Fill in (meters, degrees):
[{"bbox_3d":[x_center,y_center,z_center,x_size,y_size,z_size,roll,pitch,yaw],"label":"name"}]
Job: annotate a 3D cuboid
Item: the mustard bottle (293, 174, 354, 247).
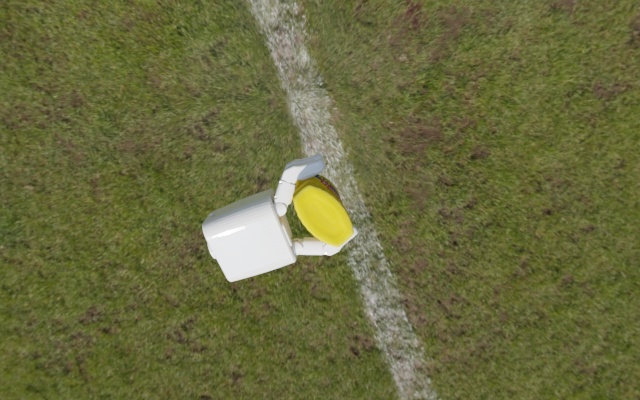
[{"bbox_3d":[0.000,0.002,0.722,0.058,0.096,0.191,-43,11,6],"label":"mustard bottle"}]
